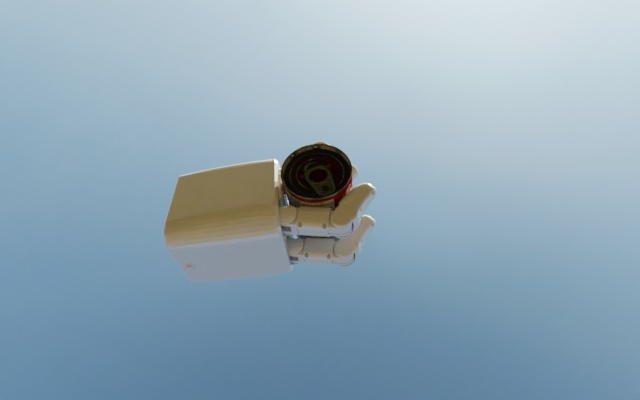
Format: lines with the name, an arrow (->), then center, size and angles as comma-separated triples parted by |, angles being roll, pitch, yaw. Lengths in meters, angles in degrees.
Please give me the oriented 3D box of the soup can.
soup can -> 0.001, 0.002, 0.489 | 0.068, 0.068, 0.102 | 0, -37, 6
